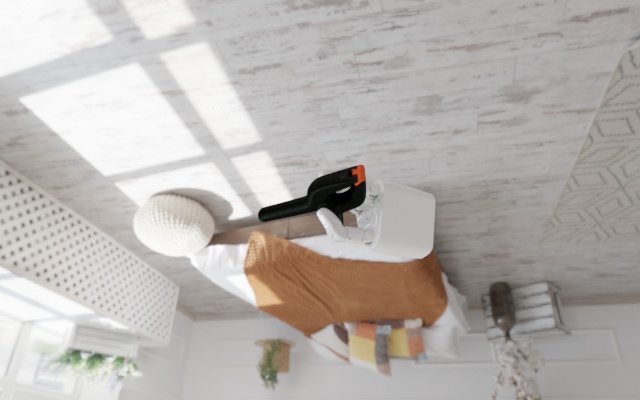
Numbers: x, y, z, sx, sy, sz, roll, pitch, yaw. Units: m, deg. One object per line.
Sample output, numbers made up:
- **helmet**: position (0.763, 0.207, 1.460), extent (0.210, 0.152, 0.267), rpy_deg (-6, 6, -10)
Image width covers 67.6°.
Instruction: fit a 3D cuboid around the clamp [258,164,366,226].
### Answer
- **clamp**: position (0.001, 0.003, 0.772), extent (0.164, 0.036, 0.210), rpy_deg (10, -31, -21)
